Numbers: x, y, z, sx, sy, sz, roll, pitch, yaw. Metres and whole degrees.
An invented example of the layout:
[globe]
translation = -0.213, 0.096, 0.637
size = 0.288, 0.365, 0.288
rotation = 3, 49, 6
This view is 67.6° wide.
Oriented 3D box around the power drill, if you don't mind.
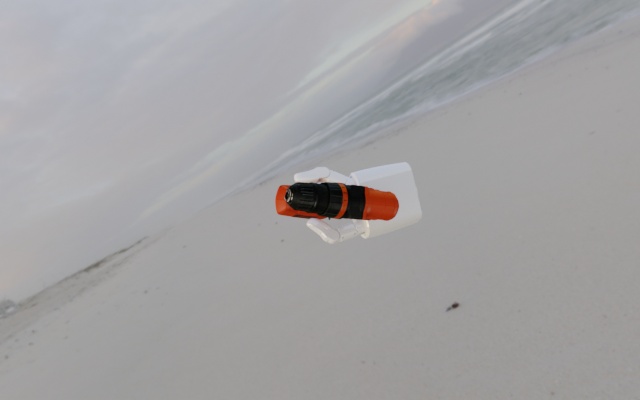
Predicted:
[power drill]
translation = 0.000, 0.002, 0.749
size = 0.184, 0.057, 0.187
rotation = 8, -3, -29
